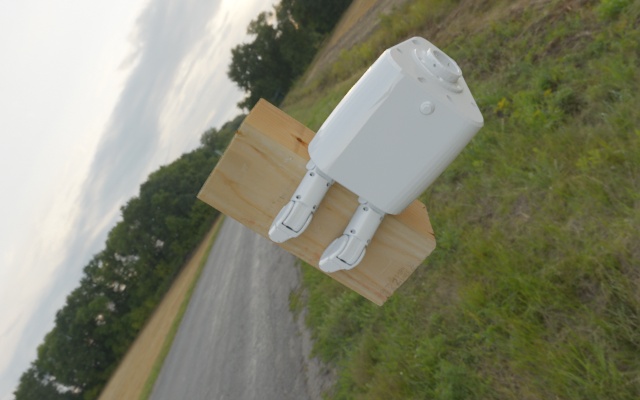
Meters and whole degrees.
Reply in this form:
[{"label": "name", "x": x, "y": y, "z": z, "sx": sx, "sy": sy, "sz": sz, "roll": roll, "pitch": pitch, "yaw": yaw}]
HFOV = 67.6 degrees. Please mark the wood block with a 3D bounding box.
[{"label": "wood block", "x": 0.000, "y": 0.001, "z": 0.472, "sx": 0.206, "sy": 0.090, "sz": 0.090, "roll": 32, "pitch": 24, "yaw": -11}]
